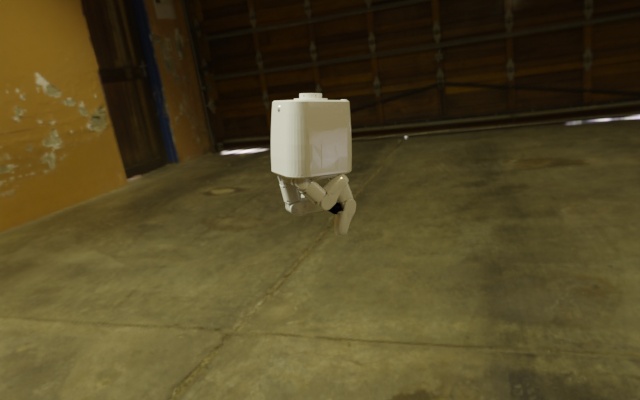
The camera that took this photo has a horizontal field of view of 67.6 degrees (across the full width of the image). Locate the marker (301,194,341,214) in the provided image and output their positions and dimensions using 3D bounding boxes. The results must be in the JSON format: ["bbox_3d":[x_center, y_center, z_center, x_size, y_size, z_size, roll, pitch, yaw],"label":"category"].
[{"bbox_3d":[0.000,0.003,0.773,0.020,0.020,0.121,0,10,-25],"label":"marker"}]
